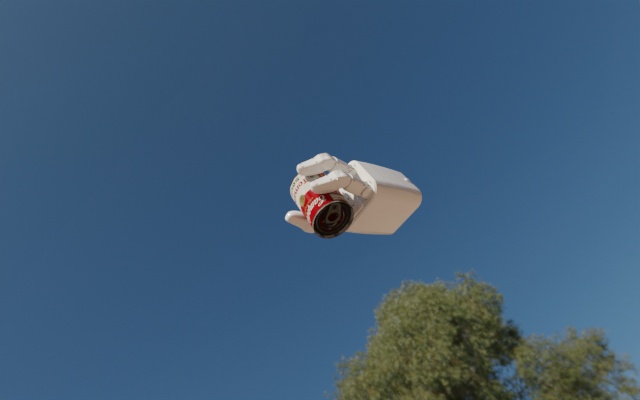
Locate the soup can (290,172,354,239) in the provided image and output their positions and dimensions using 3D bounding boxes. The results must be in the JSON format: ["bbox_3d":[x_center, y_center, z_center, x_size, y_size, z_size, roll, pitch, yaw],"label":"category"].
[{"bbox_3d":[0.000,0.002,0.748,0.068,0.068,0.102,0,33,-28],"label":"soup can"}]
